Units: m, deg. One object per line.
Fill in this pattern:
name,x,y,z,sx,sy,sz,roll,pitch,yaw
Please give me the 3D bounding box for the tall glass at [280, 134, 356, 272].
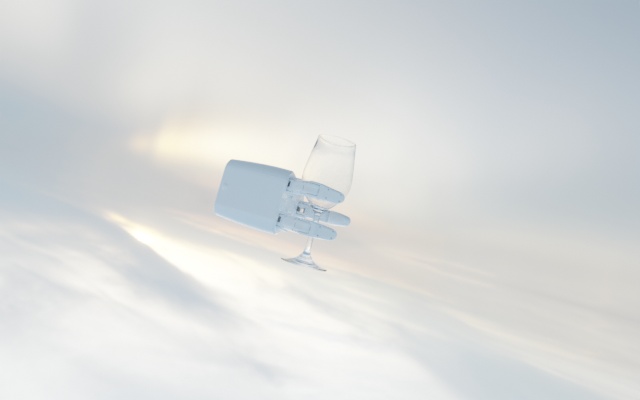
tall glass,0.000,0.003,0.735,0.079,0.201,0.079,16,-4,1
